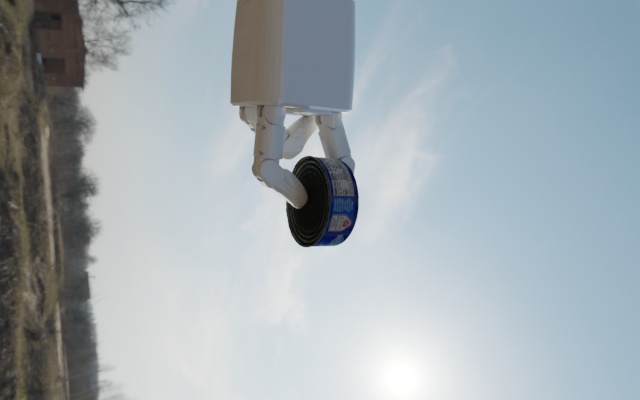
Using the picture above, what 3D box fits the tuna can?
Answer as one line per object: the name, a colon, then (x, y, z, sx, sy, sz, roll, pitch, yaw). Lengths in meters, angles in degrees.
tuna can: (0.001, 0.002, 0.454, 0.034, 0.086, 0.086, 2, -1, -30)
